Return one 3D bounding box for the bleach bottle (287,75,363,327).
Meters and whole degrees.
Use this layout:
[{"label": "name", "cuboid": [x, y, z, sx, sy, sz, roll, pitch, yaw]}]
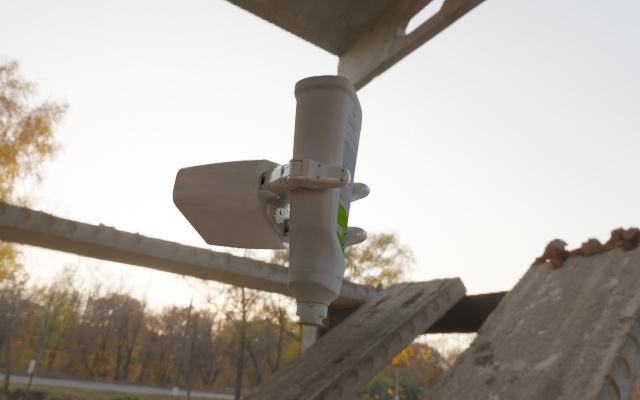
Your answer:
[{"label": "bleach bottle", "cuboid": [0.000, 0.002, 0.503, 0.068, 0.250, 0.103, -1, -21, 18]}]
